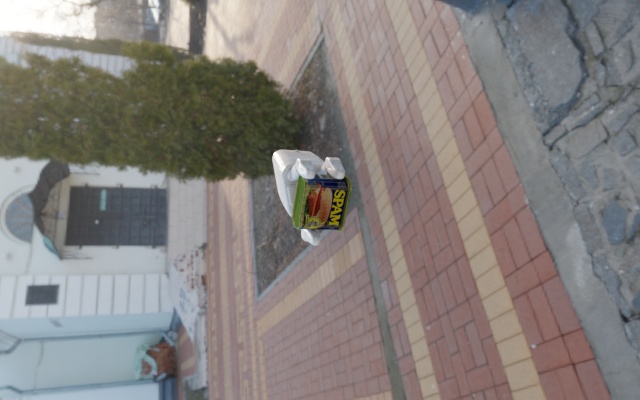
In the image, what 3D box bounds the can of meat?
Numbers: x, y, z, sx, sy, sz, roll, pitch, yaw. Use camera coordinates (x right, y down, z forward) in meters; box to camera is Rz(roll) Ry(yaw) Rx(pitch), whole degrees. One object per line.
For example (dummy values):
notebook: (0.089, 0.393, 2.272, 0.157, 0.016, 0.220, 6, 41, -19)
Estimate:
can of meat: (0.000, 0.003, 0.838, 0.084, 0.102, 0.057, 2, 24, -19)
